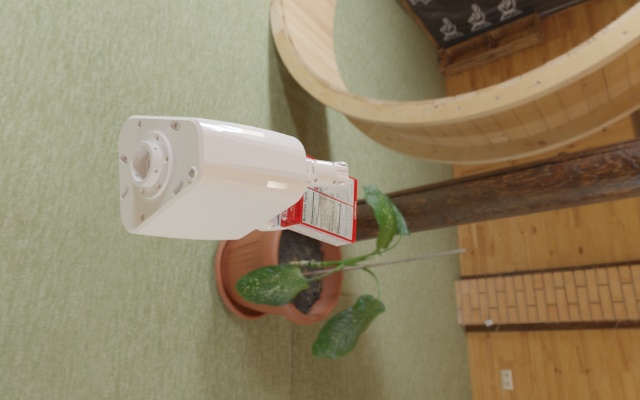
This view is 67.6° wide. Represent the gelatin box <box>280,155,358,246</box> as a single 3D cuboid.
[{"bbox_3d":[0.001,0.002,0.495,0.030,0.073,0.089,-15,-26,41],"label":"gelatin box"}]
